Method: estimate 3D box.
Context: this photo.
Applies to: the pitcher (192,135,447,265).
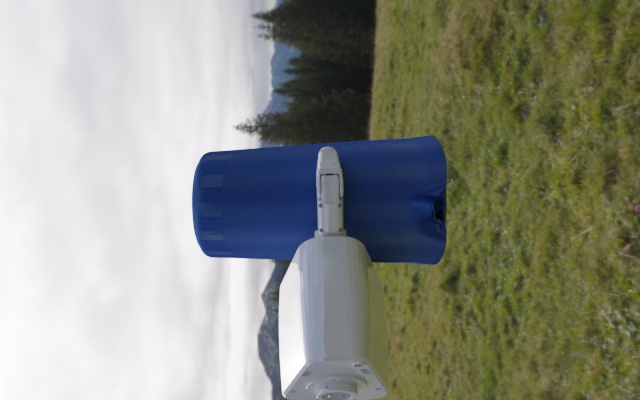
[{"bbox_3d":[0.000,0.002,0.500,0.243,0.145,0.149,-1,-39,-2],"label":"pitcher"}]
